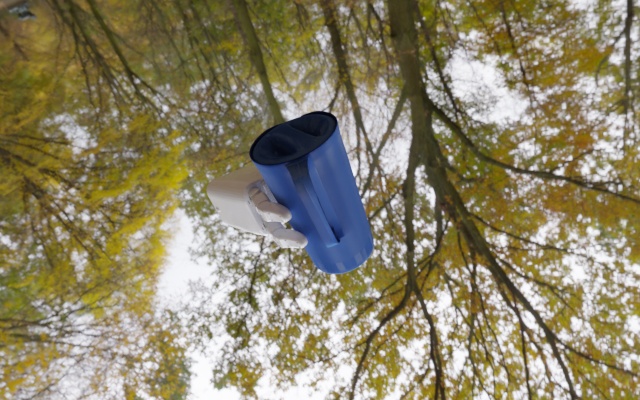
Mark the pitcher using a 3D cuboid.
[{"bbox_3d":[0.000,0.002,0.724,0.145,0.243,0.149,10,46,40],"label":"pitcher"}]
